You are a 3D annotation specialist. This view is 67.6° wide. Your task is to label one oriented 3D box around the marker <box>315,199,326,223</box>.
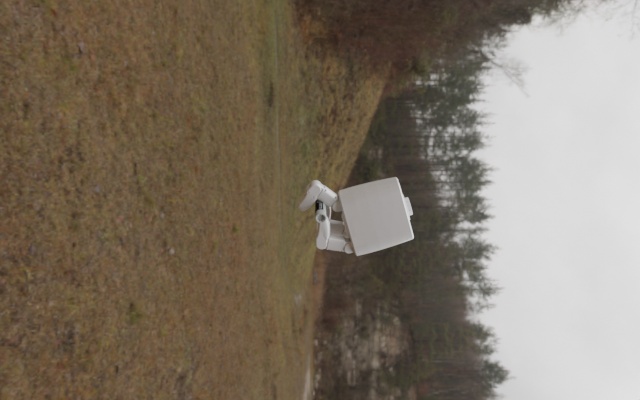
[{"bbox_3d":[0.000,0.003,0.838,0.020,0.020,0.121,0,26,0],"label":"marker"}]
